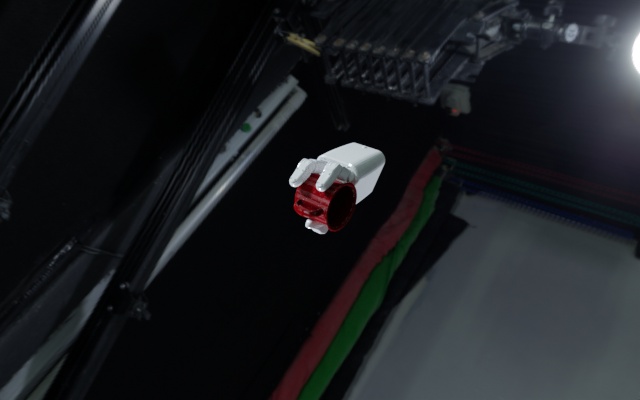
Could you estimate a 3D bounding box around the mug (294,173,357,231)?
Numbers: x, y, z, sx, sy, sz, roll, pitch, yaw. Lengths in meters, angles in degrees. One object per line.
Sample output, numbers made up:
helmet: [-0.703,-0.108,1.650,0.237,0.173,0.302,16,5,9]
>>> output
mug: [-0.001,0.003,0.866,0.081,0.093,0.117,23,34,32]
